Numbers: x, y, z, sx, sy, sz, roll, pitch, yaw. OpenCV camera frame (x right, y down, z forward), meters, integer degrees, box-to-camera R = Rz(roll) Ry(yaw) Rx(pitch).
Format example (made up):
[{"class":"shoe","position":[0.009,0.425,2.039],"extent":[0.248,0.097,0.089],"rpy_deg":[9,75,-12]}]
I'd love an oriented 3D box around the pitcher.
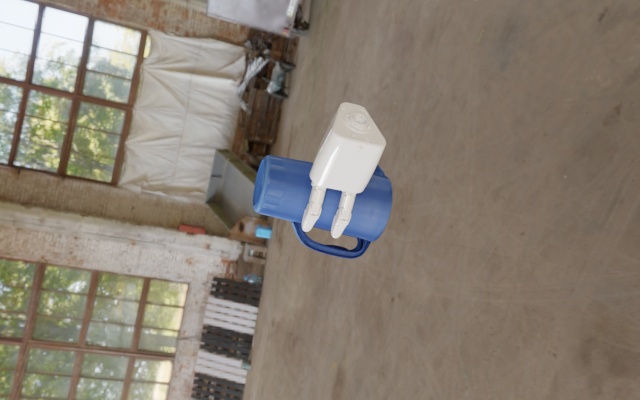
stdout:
[{"class":"pitcher","position":[0.000,0.003,0.893],"extent":[0.243,0.149,0.145],"rpy_deg":[12,-46,-15]}]
